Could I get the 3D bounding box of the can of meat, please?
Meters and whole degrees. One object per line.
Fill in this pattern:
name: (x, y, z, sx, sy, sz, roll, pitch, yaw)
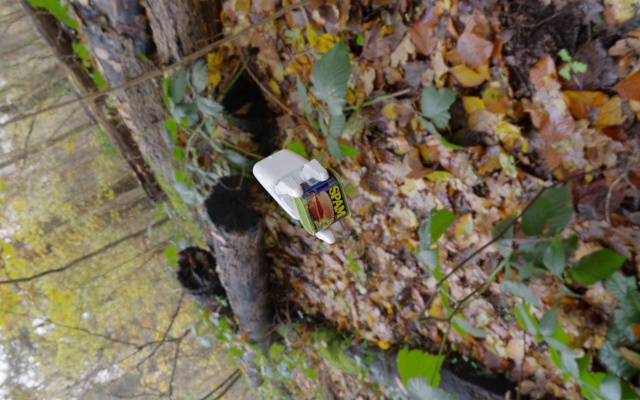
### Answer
can of meat: (0.000, 0.003, 0.872, 0.084, 0.102, 0.057, -29, 37, -15)
